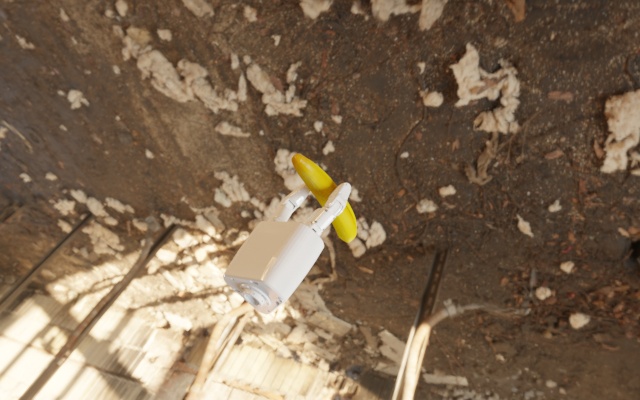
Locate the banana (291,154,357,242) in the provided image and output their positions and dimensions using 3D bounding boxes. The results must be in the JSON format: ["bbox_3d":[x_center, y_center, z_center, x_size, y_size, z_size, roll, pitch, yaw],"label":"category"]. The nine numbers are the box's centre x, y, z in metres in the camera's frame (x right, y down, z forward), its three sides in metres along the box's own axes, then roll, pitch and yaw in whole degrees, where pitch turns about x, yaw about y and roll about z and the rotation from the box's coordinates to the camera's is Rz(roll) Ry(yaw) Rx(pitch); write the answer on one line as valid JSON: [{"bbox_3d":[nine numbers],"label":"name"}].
[{"bbox_3d":[0.015,0.008,0.757,0.069,0.037,0.198,13,-36,40],"label":"banana"}]
